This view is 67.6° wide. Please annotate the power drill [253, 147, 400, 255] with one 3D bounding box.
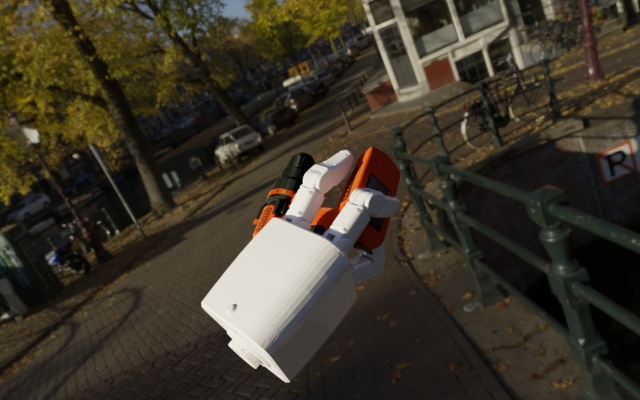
[{"bbox_3d":[0.000,0.002,0.548,0.057,0.184,0.188,36,-34,-29],"label":"power drill"}]
